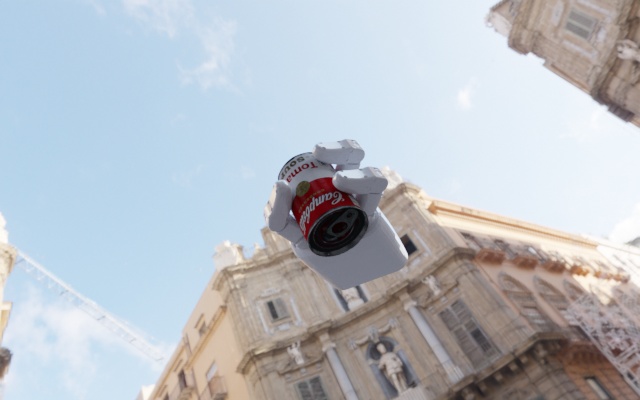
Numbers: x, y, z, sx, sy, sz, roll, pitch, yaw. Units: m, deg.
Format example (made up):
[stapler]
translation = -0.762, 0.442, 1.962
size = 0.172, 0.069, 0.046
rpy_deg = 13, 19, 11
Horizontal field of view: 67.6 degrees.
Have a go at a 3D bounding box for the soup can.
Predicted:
[soup can]
translation = 0.000, 0.001, 0.520
size = 0.068, 0.068, 0.102
rpy_deg = 0, 38, -29
